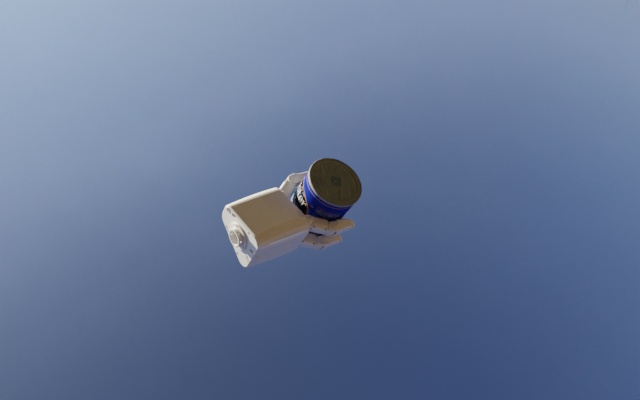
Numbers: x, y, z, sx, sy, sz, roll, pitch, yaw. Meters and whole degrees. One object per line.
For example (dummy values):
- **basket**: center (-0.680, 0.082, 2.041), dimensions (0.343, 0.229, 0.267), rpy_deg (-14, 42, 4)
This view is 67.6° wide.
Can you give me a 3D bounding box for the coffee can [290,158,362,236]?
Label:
- **coffee can**: center (0.000, 0.003, 0.890), dimensions (0.103, 0.102, 0.140), rpy_deg (0, -32, -28)
